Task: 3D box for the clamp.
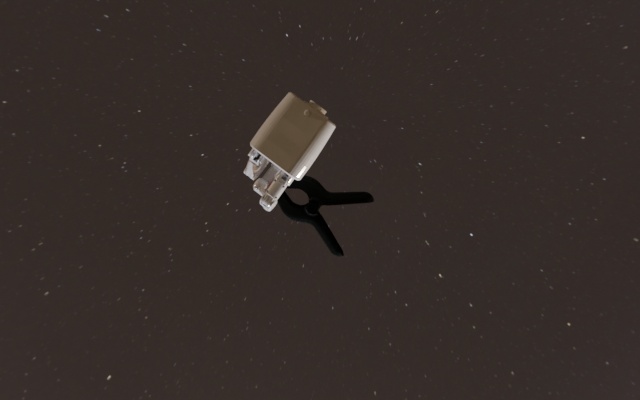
[{"bbox_3d":[0.000,0.003,0.797,0.171,0.120,0.039,36,5,-6],"label":"clamp"}]
